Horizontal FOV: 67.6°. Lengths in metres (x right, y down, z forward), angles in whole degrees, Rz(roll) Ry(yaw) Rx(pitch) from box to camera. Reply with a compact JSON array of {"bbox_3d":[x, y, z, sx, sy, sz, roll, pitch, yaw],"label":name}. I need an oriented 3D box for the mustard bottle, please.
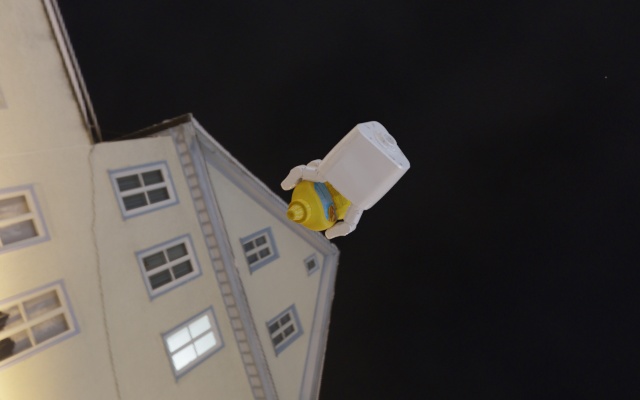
[{"bbox_3d":[0.000,0.003,0.864,0.058,0.096,0.191,-18,3,33],"label":"mustard bottle"}]
